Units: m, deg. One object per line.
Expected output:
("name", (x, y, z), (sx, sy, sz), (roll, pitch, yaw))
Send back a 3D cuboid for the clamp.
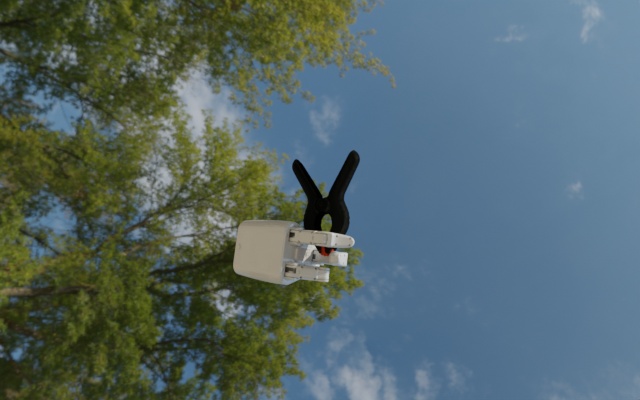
("clamp", (0.001, 0.003, 0.774), (0.120, 0.171, 0.039), (3, -8, 35))
